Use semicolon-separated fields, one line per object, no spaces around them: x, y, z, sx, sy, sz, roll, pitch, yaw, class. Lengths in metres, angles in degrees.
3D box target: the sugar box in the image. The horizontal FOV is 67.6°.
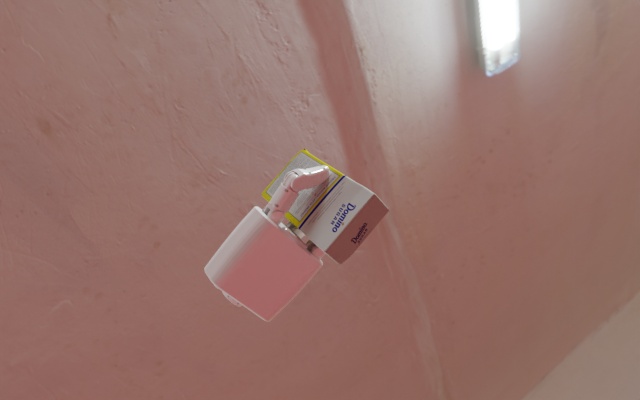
0.000;0.002;0.632;0.048;0.093;0.176;43;-3;-43;sugar box
